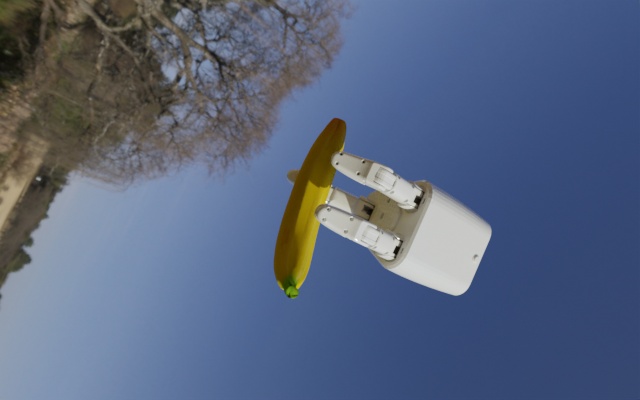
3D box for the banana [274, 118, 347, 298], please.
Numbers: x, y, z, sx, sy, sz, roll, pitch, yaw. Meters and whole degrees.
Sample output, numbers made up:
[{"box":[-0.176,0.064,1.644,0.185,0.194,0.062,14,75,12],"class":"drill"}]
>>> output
[{"box":[-0.011,0.010,0.478,0.037,0.197,0.070,26,-29,-24],"class":"banana"}]
